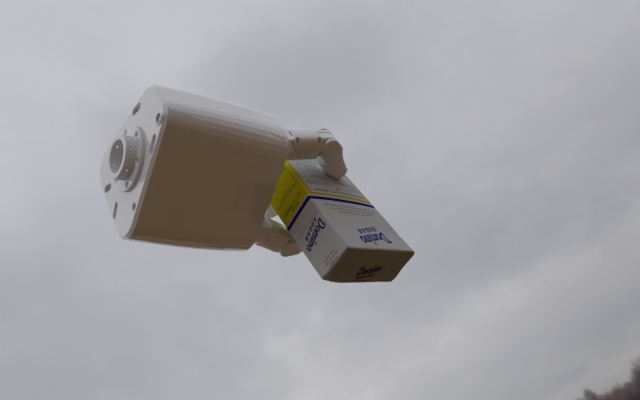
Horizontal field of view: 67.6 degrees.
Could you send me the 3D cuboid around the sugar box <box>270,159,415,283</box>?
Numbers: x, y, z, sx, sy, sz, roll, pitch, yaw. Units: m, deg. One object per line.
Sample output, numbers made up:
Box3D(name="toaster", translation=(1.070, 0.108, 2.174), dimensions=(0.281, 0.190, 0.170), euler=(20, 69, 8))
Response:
Box3D(name="sugar box", translation=(0.000, 0.002, 0.452), dimensions=(0.093, 0.048, 0.176), euler=(9, 35, -44))
